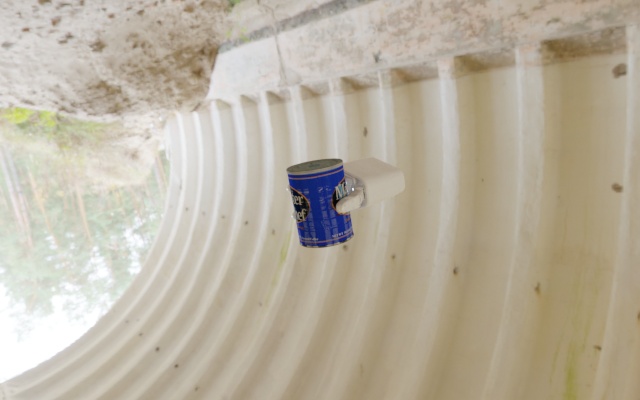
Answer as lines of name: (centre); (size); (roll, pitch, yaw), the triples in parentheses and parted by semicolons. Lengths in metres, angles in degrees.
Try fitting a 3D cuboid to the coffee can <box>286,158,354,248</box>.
coffee can: (0.000, 0.003, 0.865); (0.103, 0.140, 0.102); (-9, 13, 2)
